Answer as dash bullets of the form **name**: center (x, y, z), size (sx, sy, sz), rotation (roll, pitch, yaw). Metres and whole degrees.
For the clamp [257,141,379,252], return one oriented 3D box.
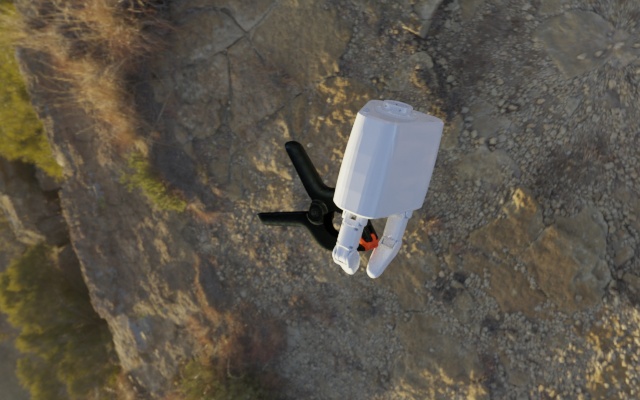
- **clamp**: center (0.000, 0.002, 0.595), size (0.171, 0.120, 0.039), rotation (23, 23, 24)
